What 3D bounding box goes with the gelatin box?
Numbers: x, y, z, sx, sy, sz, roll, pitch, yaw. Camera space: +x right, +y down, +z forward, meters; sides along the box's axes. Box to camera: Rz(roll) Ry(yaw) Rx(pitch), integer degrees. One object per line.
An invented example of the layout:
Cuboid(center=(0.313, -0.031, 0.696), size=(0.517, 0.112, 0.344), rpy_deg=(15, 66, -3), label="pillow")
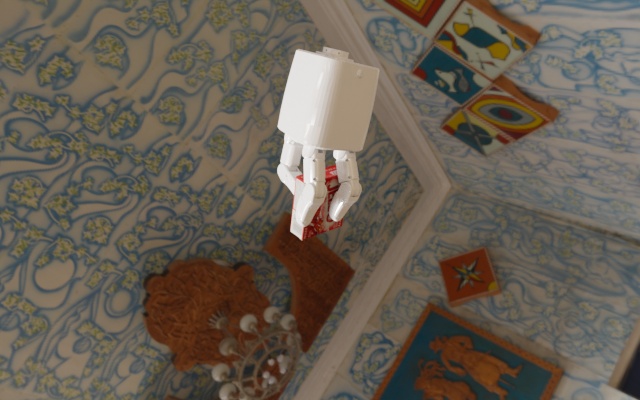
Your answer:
Cuboid(center=(0.000, 0.002, 0.639), size=(0.073, 0.089, 0.030), rpy_deg=(-17, 38, -37), label="gelatin box")
